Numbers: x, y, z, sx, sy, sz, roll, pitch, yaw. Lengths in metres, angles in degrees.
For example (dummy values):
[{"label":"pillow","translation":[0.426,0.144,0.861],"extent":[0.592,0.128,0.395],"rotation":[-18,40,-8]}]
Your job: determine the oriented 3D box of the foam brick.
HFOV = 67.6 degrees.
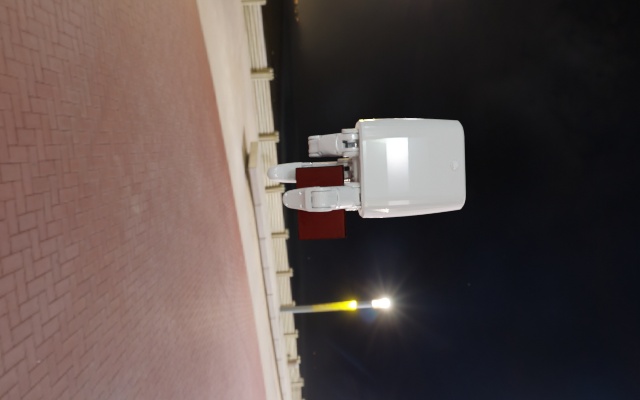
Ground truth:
[{"label":"foam brick","translation":[0.000,0.002,0.514],"extent":[0.051,0.078,0.053],"rotation":[-2,3,-3]}]
